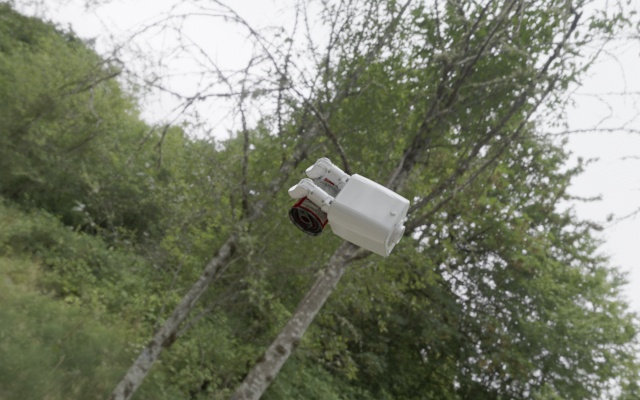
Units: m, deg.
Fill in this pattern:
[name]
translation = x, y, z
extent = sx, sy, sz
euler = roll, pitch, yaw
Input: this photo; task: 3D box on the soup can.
[soup can]
translation = 0.000, 0.002, 0.835
extent = 0.068, 0.068, 0.102
euler = 0, 43, 46
